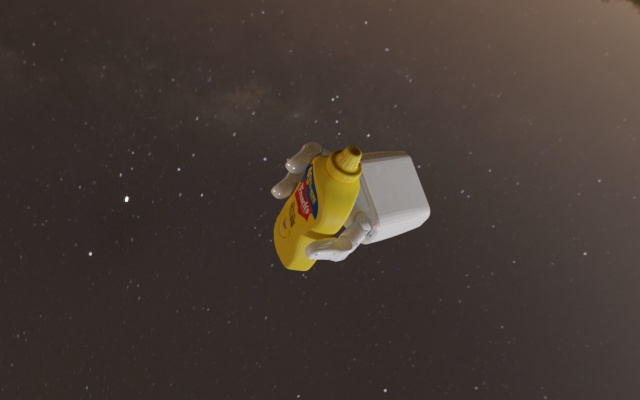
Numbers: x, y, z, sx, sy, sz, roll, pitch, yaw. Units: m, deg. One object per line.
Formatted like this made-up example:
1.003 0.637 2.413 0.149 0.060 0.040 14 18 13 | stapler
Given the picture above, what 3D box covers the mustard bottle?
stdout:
0.000 0.002 0.590 0.058 0.096 0.192 11 -41 -22 | mustard bottle
